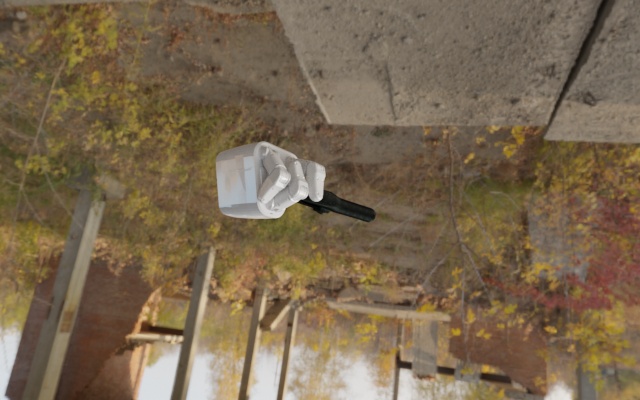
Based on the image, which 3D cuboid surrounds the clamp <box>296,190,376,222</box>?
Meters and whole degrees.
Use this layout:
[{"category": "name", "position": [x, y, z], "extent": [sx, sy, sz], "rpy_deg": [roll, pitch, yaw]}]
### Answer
[{"category": "clamp", "position": [0.000, 0.003, 0.795], "extent": [0.120, 0.039, 0.171], "rpy_deg": [-1, -17, 42]}]
